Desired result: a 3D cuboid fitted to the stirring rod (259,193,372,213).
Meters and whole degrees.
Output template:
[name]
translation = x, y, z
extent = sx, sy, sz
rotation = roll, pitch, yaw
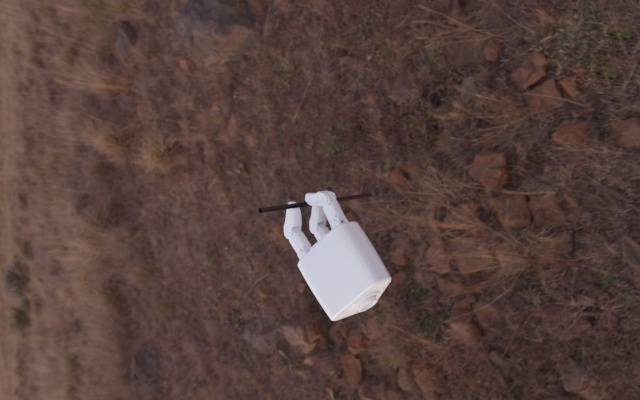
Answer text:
[stirring rod]
translation = 0.000, 0.003, 0.798
extent = 0.239, 0.011, 0.011
rotation = -8, 5, -40
